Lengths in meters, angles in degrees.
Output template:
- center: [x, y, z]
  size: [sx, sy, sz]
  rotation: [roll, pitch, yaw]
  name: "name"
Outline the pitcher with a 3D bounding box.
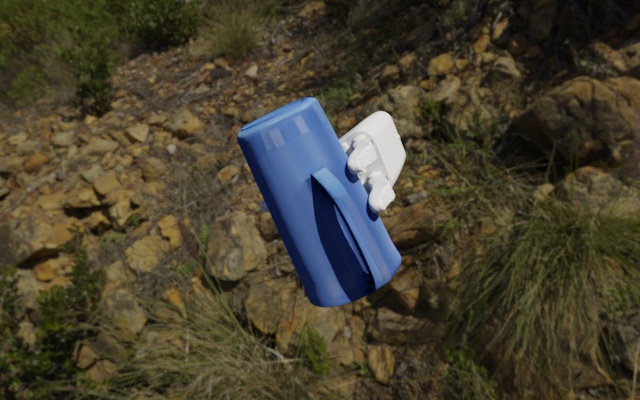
- center: [0.000, 0.002, 0.591]
  size: [0.149, 0.243, 0.145]
  rotation: [-18, 17, 29]
  name: "pitcher"
